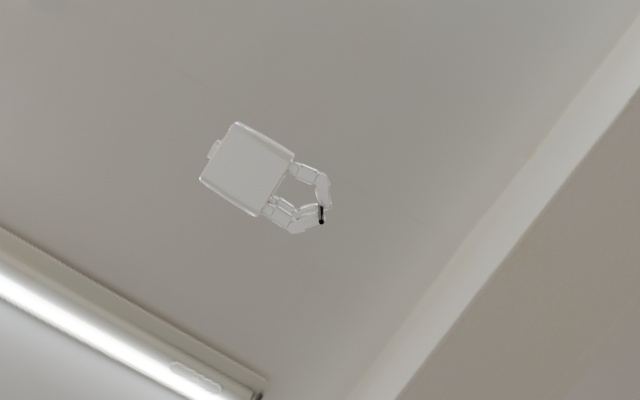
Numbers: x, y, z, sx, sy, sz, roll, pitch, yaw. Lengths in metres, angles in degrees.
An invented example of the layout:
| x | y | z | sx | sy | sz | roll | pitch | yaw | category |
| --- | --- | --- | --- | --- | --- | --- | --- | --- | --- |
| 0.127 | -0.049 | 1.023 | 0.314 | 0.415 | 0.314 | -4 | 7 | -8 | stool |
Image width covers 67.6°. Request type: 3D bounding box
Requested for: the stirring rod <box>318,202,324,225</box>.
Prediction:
| x | y | z | sx | sy | sz | roll | pitch | yaw | category |
| --- | --- | --- | --- | --- | --- | --- | --- | --- | --- |
| 0.000 | 0.003 | 0.795 | 0.011 | 0.011 | 0.239 | 0 | 13 | -1 | stirring rod |
